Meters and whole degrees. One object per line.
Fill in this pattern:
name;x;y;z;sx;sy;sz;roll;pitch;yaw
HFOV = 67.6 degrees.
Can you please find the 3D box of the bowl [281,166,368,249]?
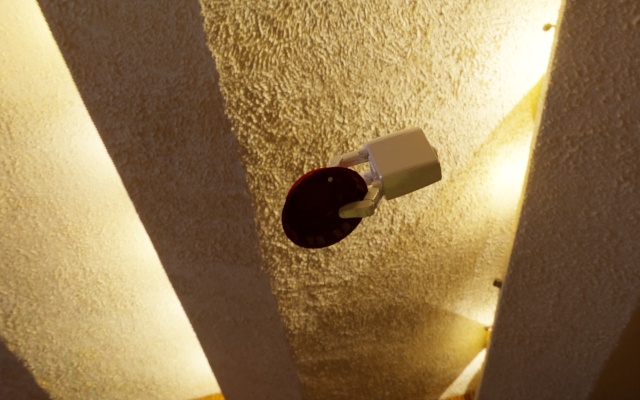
bowl;-0.001;0.003;0.819;0.162;0.162;0.055;0;30;-29
